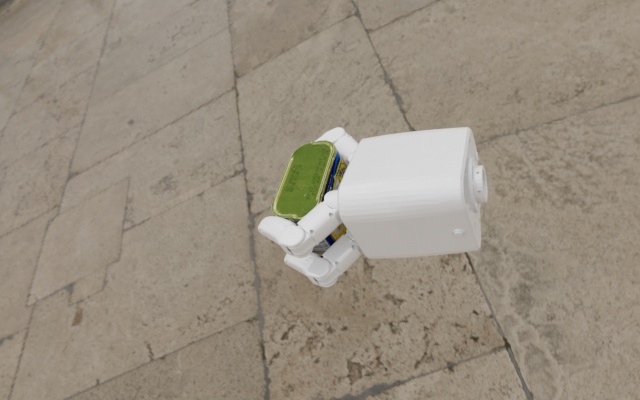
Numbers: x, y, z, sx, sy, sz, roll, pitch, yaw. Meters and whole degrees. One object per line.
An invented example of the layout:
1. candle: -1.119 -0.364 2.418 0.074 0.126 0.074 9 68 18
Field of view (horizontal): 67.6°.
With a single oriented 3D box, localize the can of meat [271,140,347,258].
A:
1. can of meat: 0.000 0.001 0.491 0.057 0.102 0.084 -2 -37 28
